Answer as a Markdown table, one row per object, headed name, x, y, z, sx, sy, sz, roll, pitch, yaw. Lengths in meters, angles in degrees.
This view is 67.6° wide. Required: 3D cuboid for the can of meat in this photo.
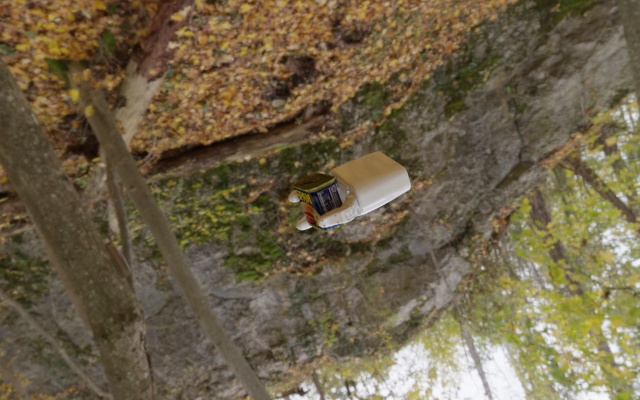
| name | x | y | z | sx | sy | sz | roll | pitch | yaw |
| --- | --- | --- | --- | --- | --- | --- | --- | --- | --- |
| can of meat | 0.000 | 0.003 | 0.841 | 0.057 | 0.084 | 0.102 | -26 | 17 | -17 |
